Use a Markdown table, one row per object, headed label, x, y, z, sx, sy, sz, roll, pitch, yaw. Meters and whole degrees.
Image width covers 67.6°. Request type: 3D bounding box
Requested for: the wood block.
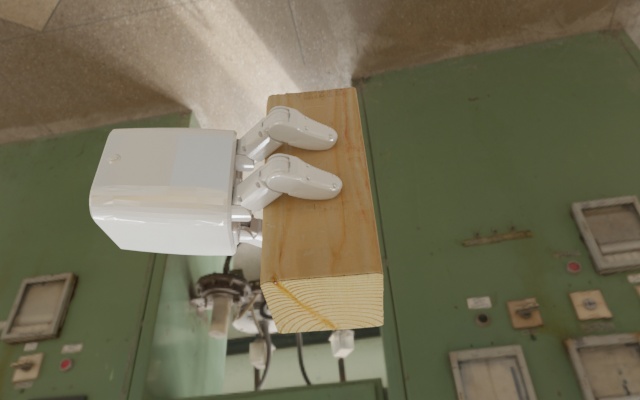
| label | x | y | z | sx | sy | sz | roll | pitch | yaw |
| --- | --- | --- | --- | --- | --- | --- | --- | --- | --- |
| wood block | 0.000 | 0.002 | 0.429 | 0.090 | 0.206 | 0.091 | -5 | -39 | 2 |
